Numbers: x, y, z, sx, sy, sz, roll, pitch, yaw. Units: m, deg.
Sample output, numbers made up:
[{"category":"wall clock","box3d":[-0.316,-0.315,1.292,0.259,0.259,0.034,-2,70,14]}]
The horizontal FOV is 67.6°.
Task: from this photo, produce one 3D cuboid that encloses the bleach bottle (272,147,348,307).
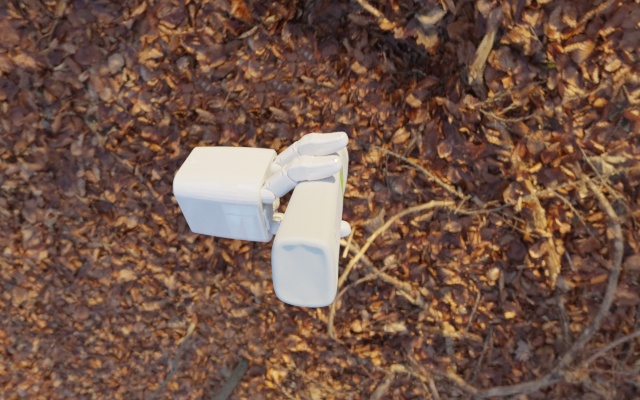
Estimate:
[{"category":"bleach bottle","box3d":[0.000,0.002,0.582,0.068,0.103,0.250,4,36,7]}]
